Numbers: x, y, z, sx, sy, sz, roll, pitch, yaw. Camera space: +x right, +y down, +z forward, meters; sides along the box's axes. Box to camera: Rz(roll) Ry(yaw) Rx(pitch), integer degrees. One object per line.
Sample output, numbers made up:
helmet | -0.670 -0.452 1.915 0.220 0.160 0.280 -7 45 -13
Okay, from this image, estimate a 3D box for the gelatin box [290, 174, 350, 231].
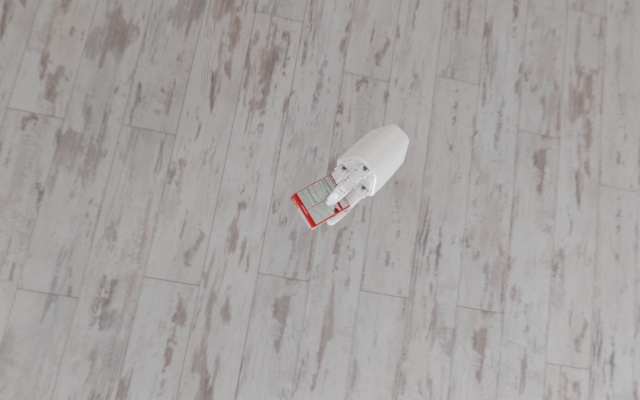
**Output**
gelatin box | 0.000 0.003 0.897 0.089 0.073 0.030 -30 -6 -21
